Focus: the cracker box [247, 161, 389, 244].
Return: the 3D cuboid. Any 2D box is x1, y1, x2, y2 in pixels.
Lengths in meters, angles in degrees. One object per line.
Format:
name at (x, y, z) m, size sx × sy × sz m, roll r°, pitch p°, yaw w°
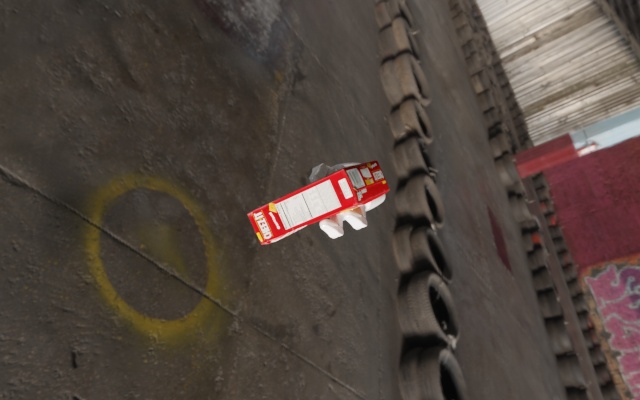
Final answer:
cracker box at (0.000, 0.003, 0.885) m, size 0.214 × 0.072 × 0.164 m, roll -24°, pitch -2°, yaw 28°
